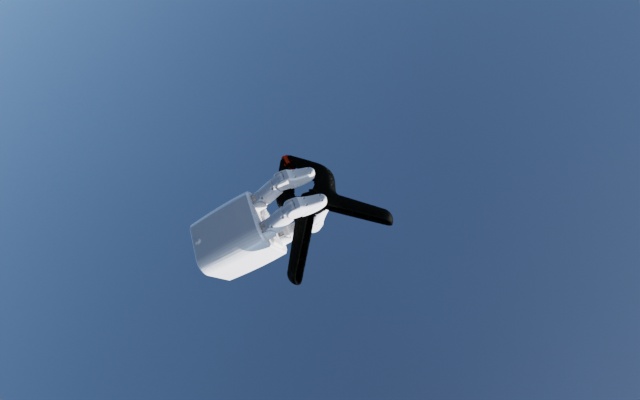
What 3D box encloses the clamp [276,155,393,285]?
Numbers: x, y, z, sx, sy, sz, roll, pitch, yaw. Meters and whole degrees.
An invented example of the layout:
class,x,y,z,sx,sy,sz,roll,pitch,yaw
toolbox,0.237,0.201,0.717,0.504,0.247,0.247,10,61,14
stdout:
class,x,y,z,sx,sy,sz,roll,pitch,yaw
clamp,0.000,0.002,0.701,0.164,0.209,0.036,-27,-37,5
